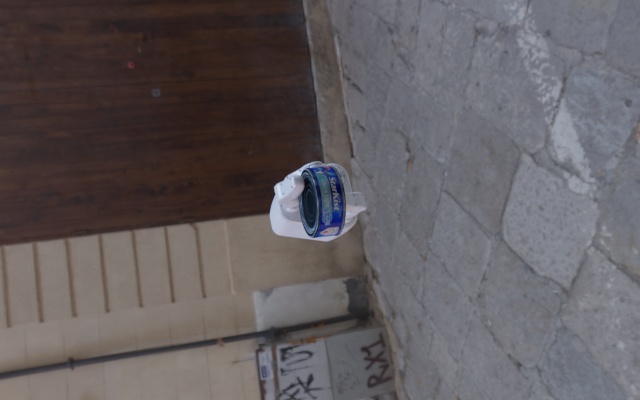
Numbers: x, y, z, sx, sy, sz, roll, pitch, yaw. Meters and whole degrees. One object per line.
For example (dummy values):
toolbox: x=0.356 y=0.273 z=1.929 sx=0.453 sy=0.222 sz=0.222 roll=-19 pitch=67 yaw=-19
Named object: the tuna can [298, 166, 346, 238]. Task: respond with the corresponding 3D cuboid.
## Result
tuna can: x=0.000 y=0.002 z=0.573 sx=0.034 sy=0.086 sz=0.086 roll=-5 pitch=1 yaw=-18
